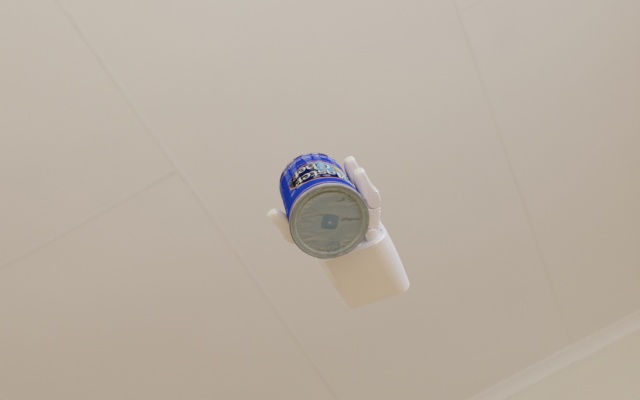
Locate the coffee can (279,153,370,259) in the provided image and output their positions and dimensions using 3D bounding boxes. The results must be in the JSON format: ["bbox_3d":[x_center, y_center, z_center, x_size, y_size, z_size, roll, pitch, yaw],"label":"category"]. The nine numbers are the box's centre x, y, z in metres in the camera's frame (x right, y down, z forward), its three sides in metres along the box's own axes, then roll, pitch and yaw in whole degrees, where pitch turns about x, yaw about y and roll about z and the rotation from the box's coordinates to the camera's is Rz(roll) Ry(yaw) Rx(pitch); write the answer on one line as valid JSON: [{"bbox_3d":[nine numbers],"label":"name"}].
[{"bbox_3d":[0.000,0.002,0.658,0.103,0.103,0.140,0,22,-11],"label":"coffee can"}]
